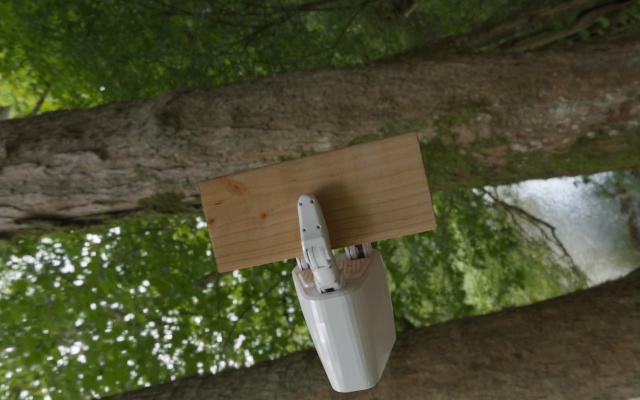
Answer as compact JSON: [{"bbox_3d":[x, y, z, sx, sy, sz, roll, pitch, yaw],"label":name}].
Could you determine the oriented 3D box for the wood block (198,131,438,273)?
[{"bbox_3d":[0.000,0.002,0.473,0.206,0.090,0.091,-13,1,8],"label":"wood block"}]
